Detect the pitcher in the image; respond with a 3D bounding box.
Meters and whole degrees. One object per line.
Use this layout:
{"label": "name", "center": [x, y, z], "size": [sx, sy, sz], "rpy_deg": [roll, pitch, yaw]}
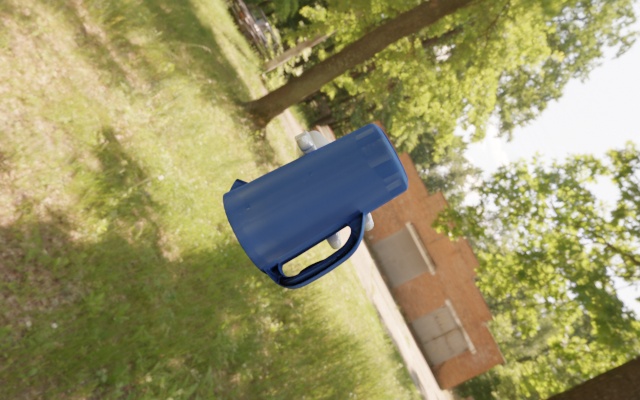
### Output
{"label": "pitcher", "center": [0.000, 0.002, 0.673], "size": [0.243, 0.149, 0.145], "rpy_deg": [-28, 22, 5]}
